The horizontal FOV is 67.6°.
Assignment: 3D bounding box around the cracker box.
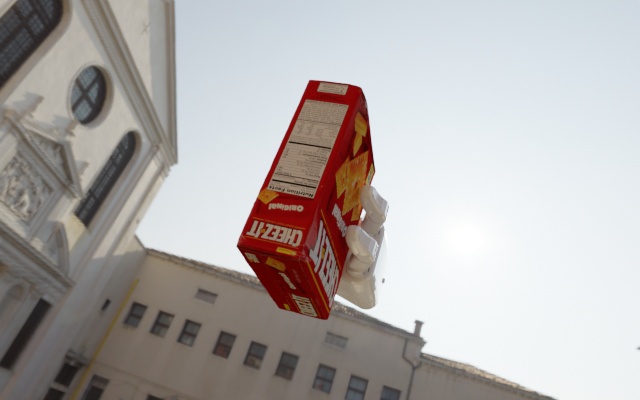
[{"bbox_3d":[0.000,0.002,0.532,0.072,0.213,0.164,10,-30,18],"label":"cracker box"}]
